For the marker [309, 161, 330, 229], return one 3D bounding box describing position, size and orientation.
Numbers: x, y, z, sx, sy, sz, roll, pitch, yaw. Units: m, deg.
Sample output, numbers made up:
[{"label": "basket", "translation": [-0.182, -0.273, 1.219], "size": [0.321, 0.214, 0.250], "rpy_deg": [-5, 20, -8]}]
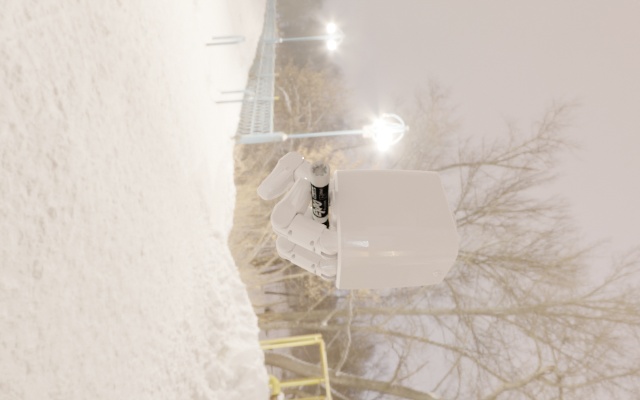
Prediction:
[{"label": "marker", "translation": [0.000, 0.002, 0.470], "size": [0.020, 0.020, 0.121], "rpy_deg": [0, -29, 1]}]
